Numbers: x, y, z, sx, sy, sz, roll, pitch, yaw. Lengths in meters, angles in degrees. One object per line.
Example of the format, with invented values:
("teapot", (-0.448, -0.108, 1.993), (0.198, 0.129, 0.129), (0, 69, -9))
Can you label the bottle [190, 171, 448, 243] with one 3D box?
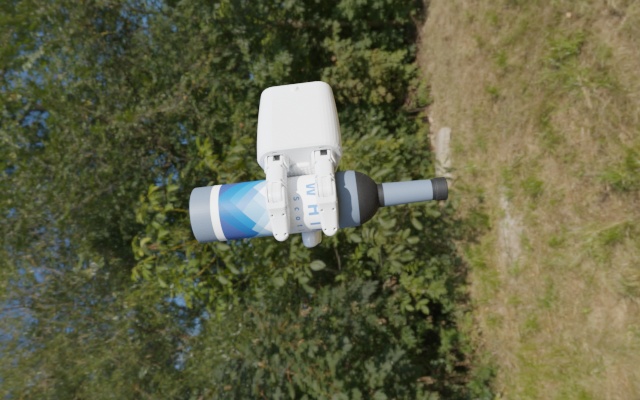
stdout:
("bottle", (0.000, 0.002, 0.565), (0.296, 0.069, 0.069), (-6, 0, 3))
